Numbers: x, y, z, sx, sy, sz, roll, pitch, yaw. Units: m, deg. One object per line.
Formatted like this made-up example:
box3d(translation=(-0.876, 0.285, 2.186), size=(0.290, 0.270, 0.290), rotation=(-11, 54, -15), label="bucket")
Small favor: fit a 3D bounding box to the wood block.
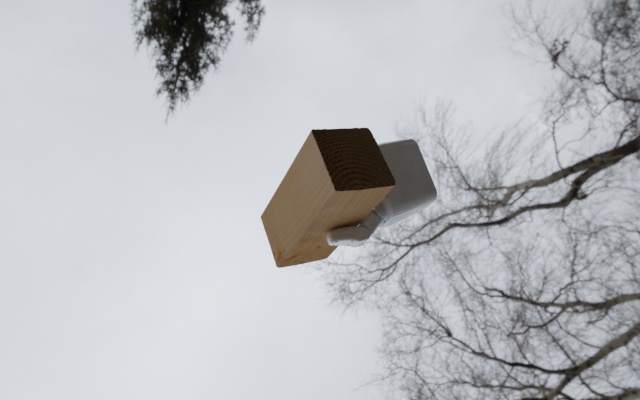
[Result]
box3d(translation=(0.000, 0.002, 0.647), size=(0.090, 0.090, 0.206), rotation=(-7, -29, -30), label="wood block")
